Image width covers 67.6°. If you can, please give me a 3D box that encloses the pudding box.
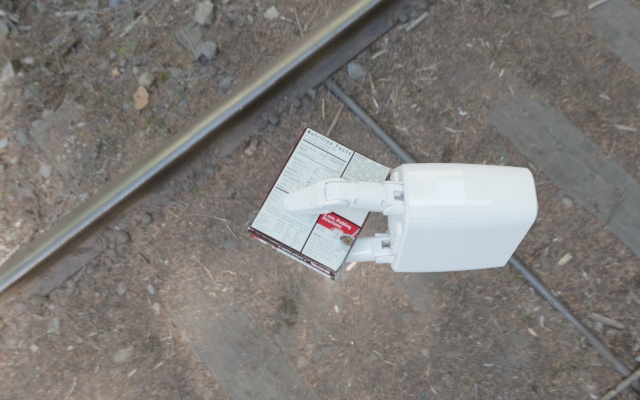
[{"bbox_3d":[0.000,0.001,0.432,0.090,0.113,0.039,27,-16,5],"label":"pudding box"}]
